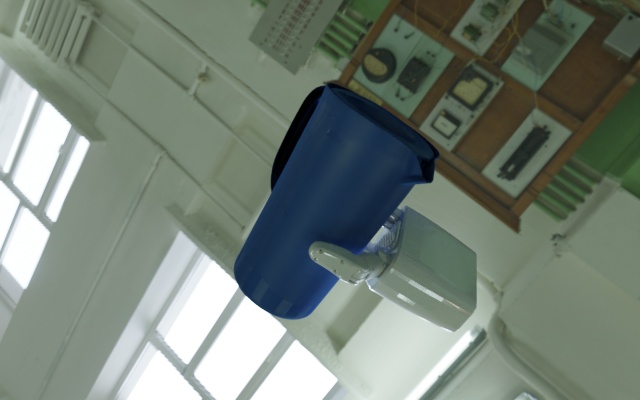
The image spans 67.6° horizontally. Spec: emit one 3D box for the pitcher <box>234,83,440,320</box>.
[{"bbox_3d":[0.000,0.002,0.521,0.145,0.243,0.149,31,20,-7],"label":"pitcher"}]
